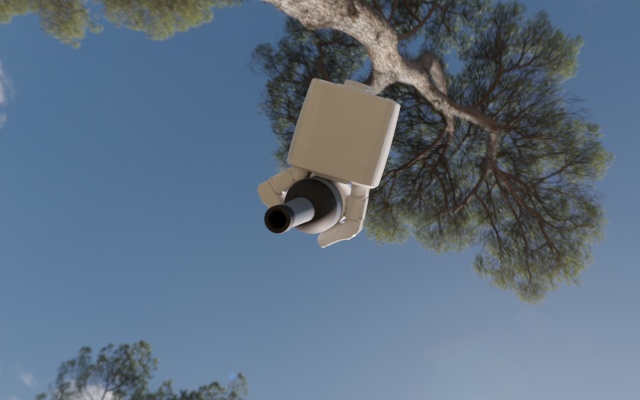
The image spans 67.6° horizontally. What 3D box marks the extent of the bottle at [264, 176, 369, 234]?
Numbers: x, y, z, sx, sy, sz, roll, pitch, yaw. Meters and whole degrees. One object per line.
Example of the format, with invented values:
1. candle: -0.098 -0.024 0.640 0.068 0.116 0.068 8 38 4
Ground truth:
1. bottle: 0.000 0.002 0.597 0.069 0.069 0.295 0 6 17
